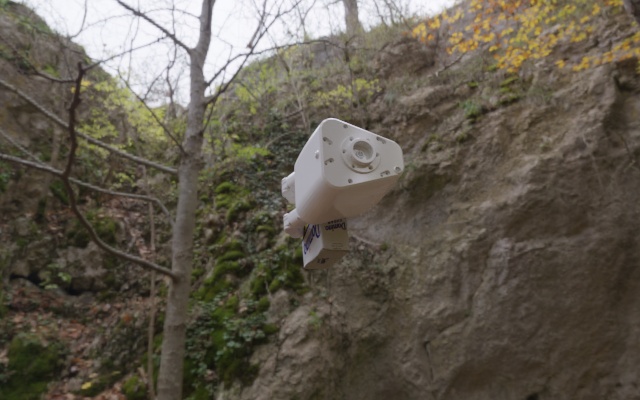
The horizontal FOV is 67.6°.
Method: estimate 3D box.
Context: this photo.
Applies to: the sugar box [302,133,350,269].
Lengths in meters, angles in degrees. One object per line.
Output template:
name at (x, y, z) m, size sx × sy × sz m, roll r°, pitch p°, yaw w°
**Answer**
sugar box at (0.000, 0.002, 0.687) m, size 0.048 × 0.176 × 0.093 m, roll 5°, pitch -24°, yaw -17°
